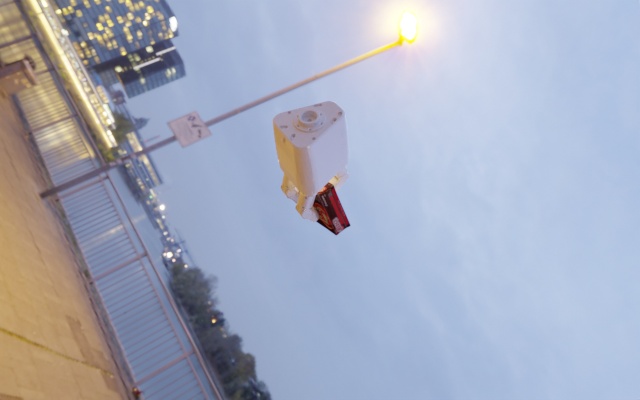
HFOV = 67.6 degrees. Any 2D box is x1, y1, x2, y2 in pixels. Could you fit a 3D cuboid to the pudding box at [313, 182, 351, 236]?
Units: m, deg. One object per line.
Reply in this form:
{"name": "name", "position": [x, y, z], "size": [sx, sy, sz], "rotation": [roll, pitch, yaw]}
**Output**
{"name": "pudding box", "position": [0.000, 0.003, 0.863], "size": [0.039, 0.090, 0.113], "rotation": [-31, 28, -14]}
